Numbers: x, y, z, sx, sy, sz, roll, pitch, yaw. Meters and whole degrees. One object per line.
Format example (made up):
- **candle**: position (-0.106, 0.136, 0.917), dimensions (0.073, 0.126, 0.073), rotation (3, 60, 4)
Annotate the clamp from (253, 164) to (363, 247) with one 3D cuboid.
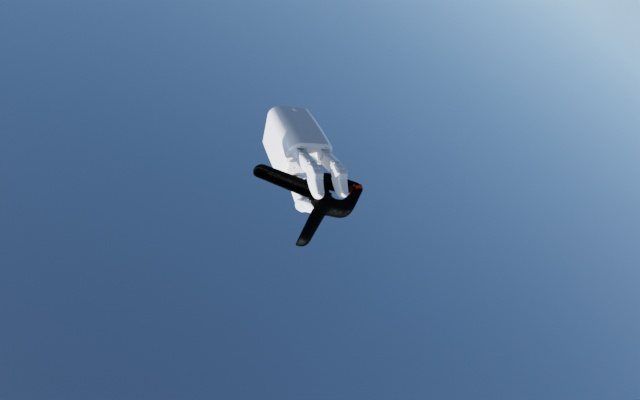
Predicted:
- **clamp**: position (0.000, 0.003, 0.832), dimensions (0.210, 0.164, 0.036), rotation (-3, -36, -39)
